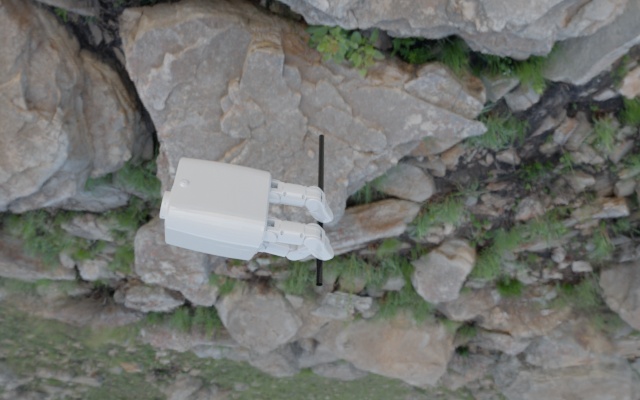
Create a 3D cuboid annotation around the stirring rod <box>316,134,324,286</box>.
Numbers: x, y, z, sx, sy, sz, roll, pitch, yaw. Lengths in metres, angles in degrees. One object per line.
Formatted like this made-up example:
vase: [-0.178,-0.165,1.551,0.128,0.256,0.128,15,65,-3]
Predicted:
stirring rod: [0.000,0.002,0.630,0.011,0.239,0.011,1,-37,0]
